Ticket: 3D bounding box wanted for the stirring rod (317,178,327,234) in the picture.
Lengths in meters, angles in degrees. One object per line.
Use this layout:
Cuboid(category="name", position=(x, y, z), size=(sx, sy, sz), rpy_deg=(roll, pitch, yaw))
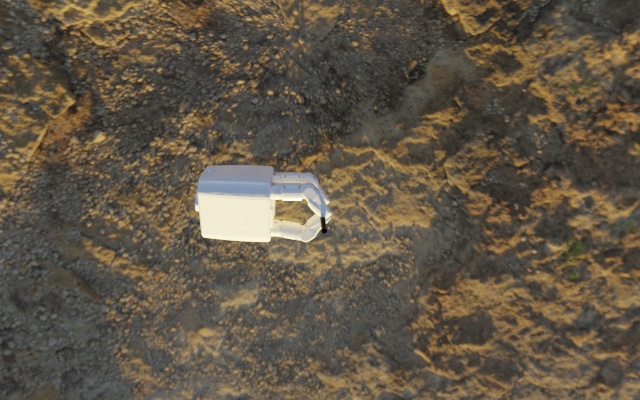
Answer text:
Cuboid(category="stirring rod", position=(0.000, 0.003, 0.785), size=(0.011, 0.011, 0.239), rpy_deg=(0, 20, -3))
